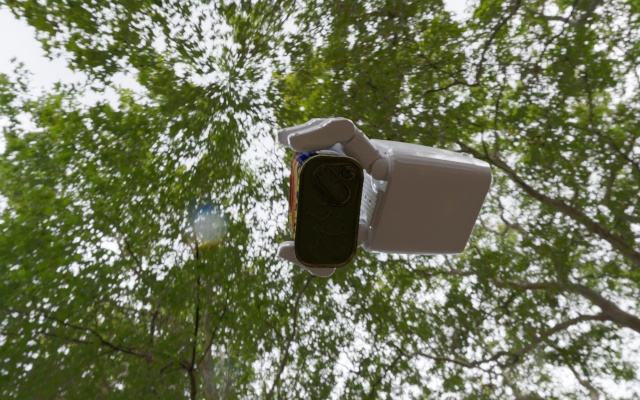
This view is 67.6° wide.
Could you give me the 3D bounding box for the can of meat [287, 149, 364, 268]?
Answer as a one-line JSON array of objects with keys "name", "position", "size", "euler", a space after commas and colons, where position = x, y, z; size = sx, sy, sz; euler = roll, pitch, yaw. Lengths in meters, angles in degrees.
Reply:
[{"name": "can of meat", "position": [0.000, 0.002, 0.456], "size": [0.057, 0.102, 0.084], "euler": [2, 14, -11]}]
